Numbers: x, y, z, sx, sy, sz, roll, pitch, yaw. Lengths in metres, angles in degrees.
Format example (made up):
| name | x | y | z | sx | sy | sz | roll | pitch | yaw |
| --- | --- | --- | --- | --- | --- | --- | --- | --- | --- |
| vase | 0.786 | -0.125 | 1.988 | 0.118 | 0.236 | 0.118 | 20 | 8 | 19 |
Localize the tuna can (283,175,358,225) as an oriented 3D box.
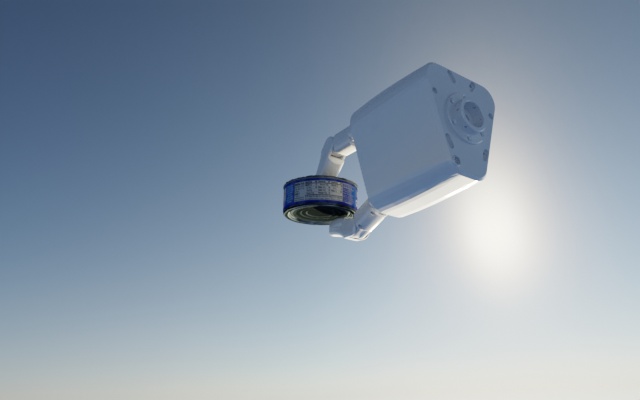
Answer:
| name | x | y | z | sx | sy | sz | roll | pitch | yaw |
| --- | --- | --- | --- | --- | --- | --- | --- | --- | --- |
| tuna can | 0.000 | 0.002 | 0.540 | 0.086 | 0.033 | 0.086 | 1 | -18 | 0 |
